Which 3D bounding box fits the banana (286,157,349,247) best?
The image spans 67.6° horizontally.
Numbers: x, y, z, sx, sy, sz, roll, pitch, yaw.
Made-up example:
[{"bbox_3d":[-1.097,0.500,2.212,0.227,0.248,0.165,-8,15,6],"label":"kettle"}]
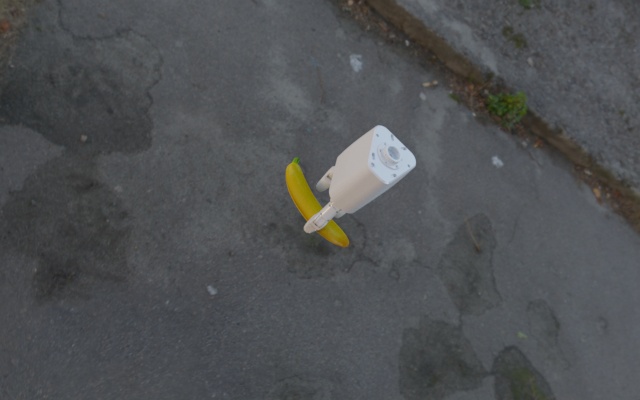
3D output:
[{"bbox_3d":[-0.014,0.005,0.876,0.069,0.197,0.037,-20,-14,-44],"label":"banana"}]
